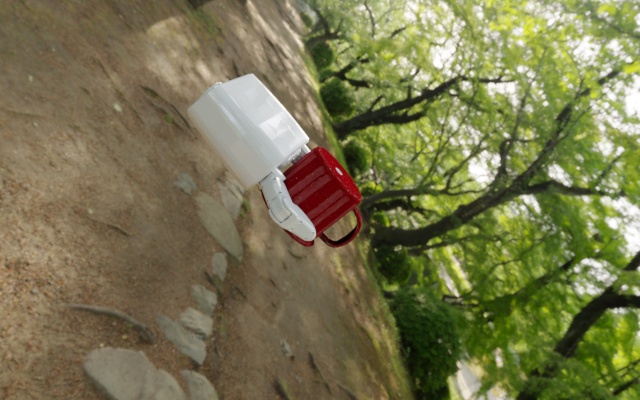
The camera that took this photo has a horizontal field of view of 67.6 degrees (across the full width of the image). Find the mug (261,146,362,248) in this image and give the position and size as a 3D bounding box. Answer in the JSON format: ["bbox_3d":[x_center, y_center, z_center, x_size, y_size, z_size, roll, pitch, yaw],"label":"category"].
[{"bbox_3d":[0.001,0.003,0.548,0.081,0.117,0.093,-38,7,13],"label":"mug"}]
